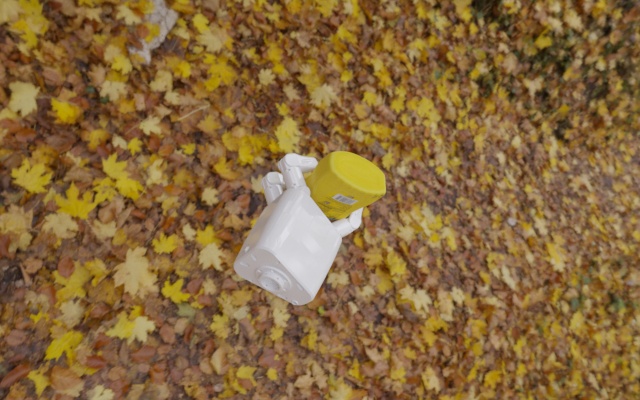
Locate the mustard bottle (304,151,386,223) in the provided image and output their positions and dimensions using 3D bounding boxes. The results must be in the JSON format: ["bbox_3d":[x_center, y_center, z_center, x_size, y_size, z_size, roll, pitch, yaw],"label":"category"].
[{"bbox_3d":[0.000,0.002,0.696,0.096,0.058,0.192,19,-35,-29],"label":"mustard bottle"}]
